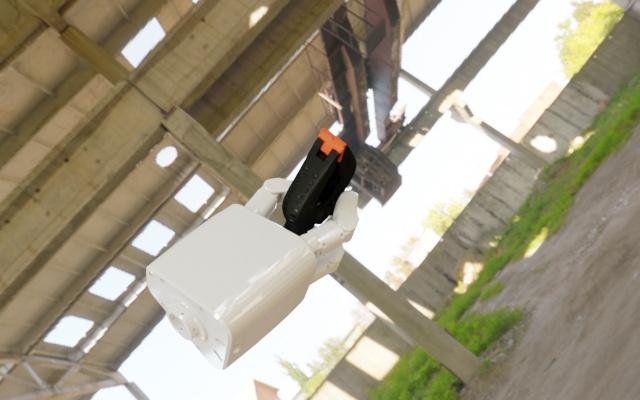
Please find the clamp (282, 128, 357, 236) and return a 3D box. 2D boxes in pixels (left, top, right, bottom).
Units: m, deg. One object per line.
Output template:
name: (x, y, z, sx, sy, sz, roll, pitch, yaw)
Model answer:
clamp: (-0.001, 0.001, 0.506, 0.036, 0.210, 0.164, 39, 50, 16)
